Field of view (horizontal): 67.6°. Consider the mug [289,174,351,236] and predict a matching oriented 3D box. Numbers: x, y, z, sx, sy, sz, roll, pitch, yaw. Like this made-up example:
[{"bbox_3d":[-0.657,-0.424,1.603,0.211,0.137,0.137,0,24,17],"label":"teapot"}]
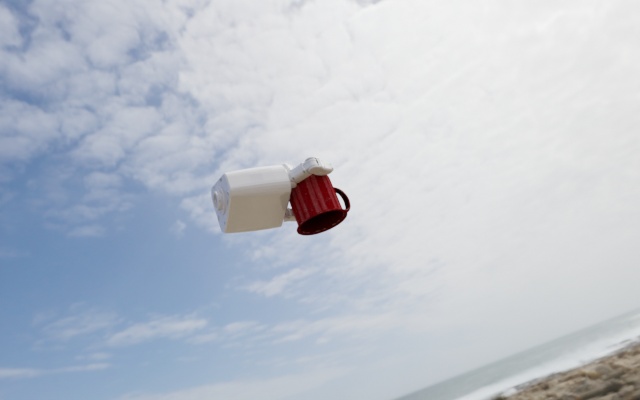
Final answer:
[{"bbox_3d":[0.001,0.002,0.838,0.117,0.081,0.093,-8,-27,-30],"label":"mug"}]
